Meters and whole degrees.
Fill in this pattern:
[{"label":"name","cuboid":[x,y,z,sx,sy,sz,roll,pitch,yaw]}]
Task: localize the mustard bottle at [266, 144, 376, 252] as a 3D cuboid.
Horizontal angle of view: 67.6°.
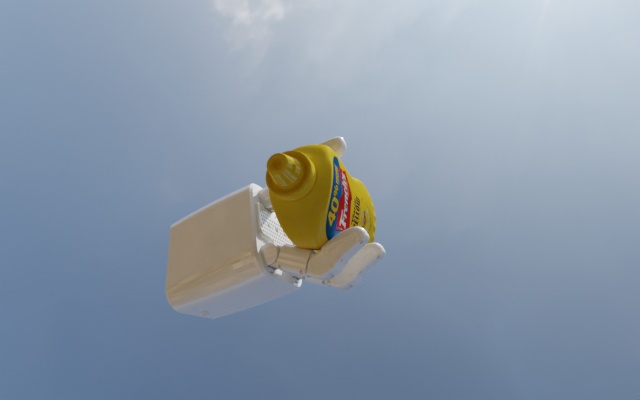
[{"label":"mustard bottle","cuboid":[0.000,0.001,0.449,0.058,0.096,0.192,1,-18,23]}]
